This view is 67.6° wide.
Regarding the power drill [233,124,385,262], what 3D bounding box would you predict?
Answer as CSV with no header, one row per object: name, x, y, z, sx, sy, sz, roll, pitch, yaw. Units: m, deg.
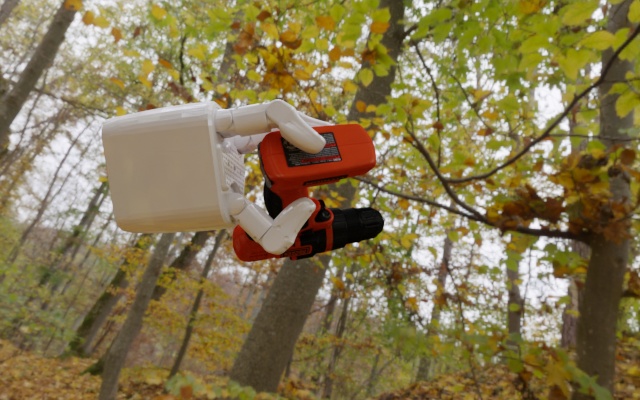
power drill,0.000,0.001,0.507,0.184,0.057,0.188,-10,-32,-16
